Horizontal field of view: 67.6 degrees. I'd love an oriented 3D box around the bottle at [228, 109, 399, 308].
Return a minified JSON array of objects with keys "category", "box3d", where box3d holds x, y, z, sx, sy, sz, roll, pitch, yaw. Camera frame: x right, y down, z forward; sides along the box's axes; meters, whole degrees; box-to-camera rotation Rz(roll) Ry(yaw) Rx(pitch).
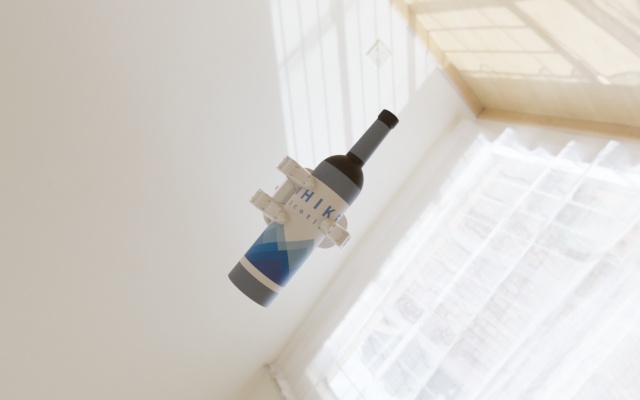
[{"category":"bottle","box3d":[0.000,0.002,0.618,0.069,0.295,0.069,39,-3,3]}]
